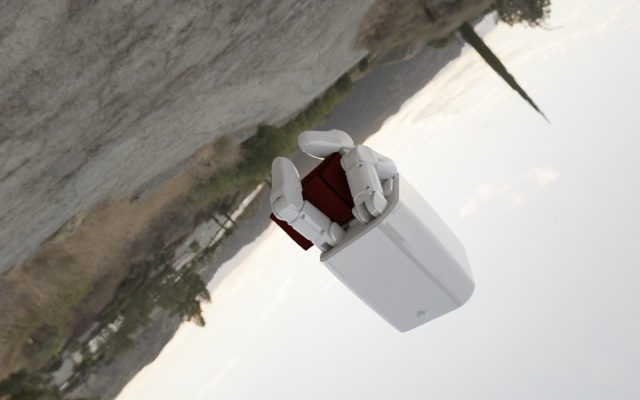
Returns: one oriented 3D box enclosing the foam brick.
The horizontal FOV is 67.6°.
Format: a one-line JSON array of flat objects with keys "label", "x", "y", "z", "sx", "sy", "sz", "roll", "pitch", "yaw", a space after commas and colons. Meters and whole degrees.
[{"label": "foam brick", "x": 0.000, "y": 0.002, "z": 0.454, "sx": 0.078, "sy": 0.051, "sz": 0.053, "roll": -39, "pitch": 11, "yaw": 37}]
